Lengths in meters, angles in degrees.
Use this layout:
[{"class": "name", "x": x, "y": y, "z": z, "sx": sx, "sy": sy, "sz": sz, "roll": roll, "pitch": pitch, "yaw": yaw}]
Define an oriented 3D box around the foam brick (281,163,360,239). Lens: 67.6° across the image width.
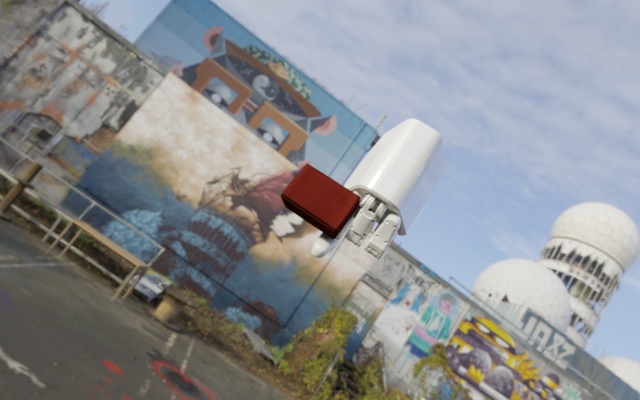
[{"class": "foam brick", "x": 0.000, "y": 0.002, "z": 0.574, "sx": 0.078, "sy": 0.051, "sz": 0.053, "roll": 33, "pitch": -12, "yaw": 9}]
